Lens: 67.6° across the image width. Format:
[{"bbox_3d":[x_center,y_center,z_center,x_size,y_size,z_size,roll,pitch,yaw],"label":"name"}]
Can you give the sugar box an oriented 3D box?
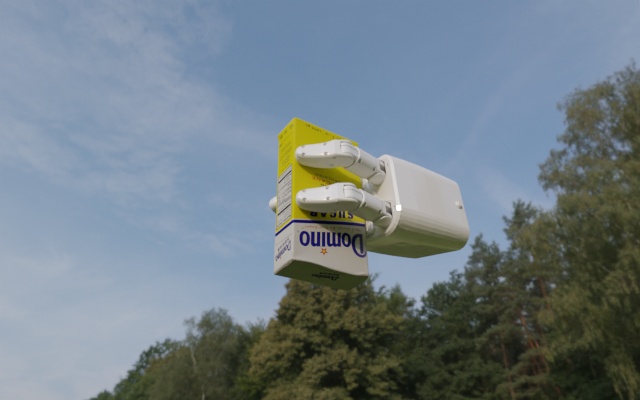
[{"bbox_3d":[0.000,0.001,0.516,0.093,0.176,0.048,17,-39,-28],"label":"sugar box"}]
